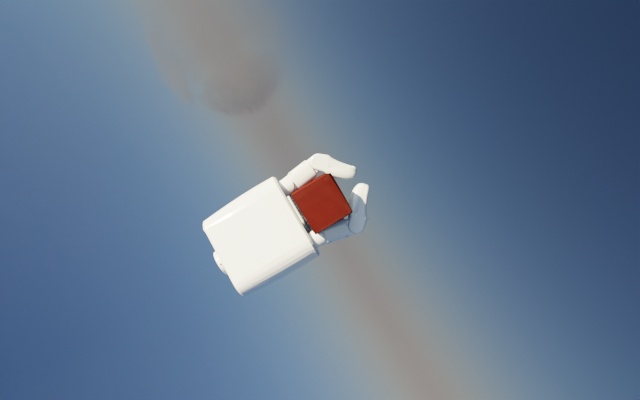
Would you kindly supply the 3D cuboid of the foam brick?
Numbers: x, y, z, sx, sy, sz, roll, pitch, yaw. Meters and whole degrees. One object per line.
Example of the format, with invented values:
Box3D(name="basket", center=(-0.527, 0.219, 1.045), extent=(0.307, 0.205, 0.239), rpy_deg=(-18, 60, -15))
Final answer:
Box3D(name="foam brick", center=(0.000, 0.002, 0.565), extent=(0.051, 0.053, 0.078), rpy_deg=(-31, 4, -1))
